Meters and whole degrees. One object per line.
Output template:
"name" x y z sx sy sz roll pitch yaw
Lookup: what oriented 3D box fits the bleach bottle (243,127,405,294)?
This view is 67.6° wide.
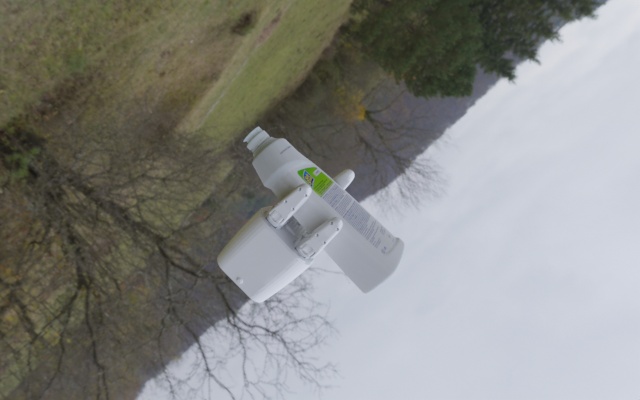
"bleach bottle" 0.000 0.002 0.627 0.068 0.251 0.102 -43 3 25
